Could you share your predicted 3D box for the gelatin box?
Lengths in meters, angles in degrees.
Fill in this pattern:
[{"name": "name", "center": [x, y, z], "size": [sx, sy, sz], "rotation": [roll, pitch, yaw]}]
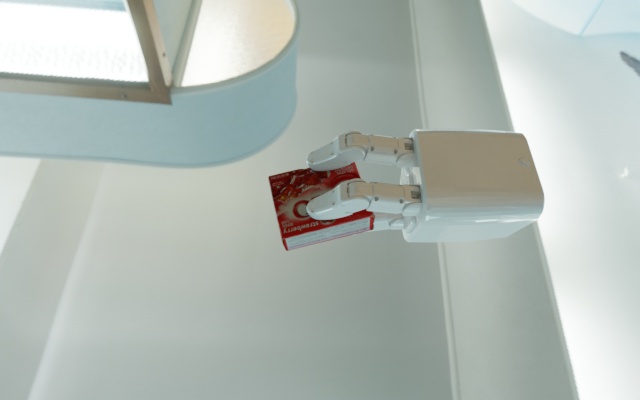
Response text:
[{"name": "gelatin box", "center": [0.000, 0.002, 0.461], "size": [0.089, 0.073, 0.030], "rotation": [-14, -32, -3]}]
